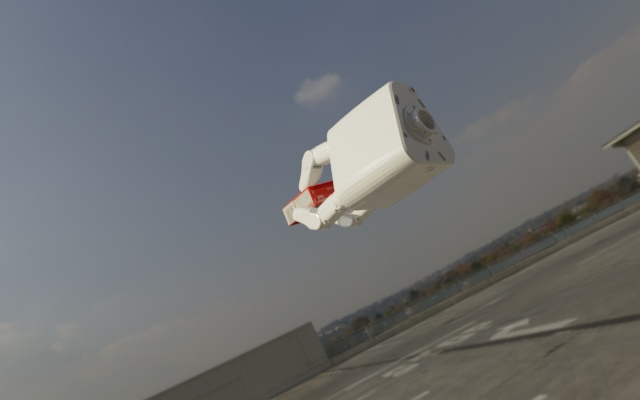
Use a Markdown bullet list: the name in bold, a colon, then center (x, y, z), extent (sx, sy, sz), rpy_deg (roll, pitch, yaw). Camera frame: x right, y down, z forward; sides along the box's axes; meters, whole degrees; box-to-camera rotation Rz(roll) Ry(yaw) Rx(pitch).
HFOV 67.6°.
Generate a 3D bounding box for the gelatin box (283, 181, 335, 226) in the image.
- **gelatin box**: center (0.000, 0.002, 0.650), extent (0.073, 0.030, 0.089), rpy_deg (-14, -13, -32)
